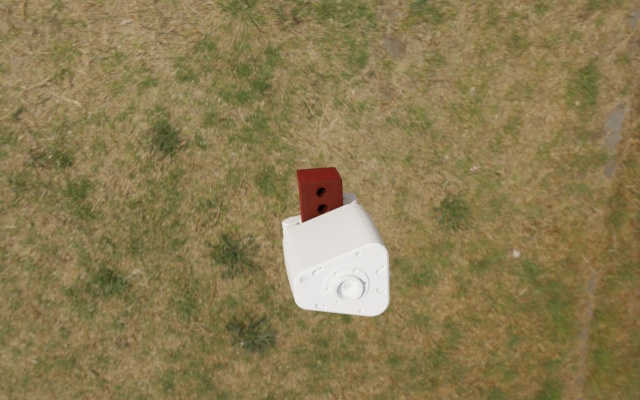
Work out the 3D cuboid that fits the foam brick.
[{"bbox_3d":[0.000,0.002,0.611,0.053,0.078,0.051,-7,22,-6],"label":"foam brick"}]
